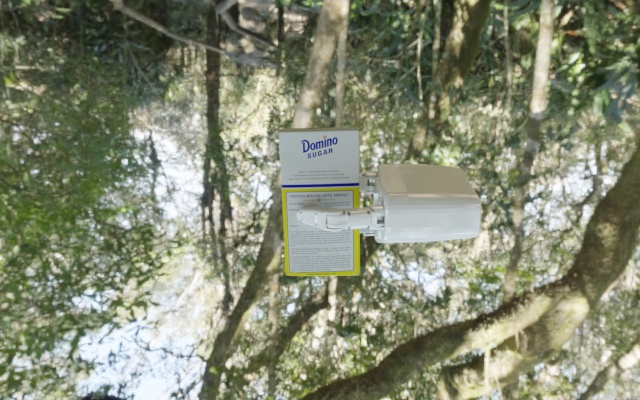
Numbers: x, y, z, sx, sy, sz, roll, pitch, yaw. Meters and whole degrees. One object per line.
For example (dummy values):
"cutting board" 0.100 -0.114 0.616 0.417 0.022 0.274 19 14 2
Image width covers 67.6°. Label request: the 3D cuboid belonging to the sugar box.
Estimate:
"sugar box" 0.000 0.002 0.573 0.093 0.176 0.048 -1 12 -1
